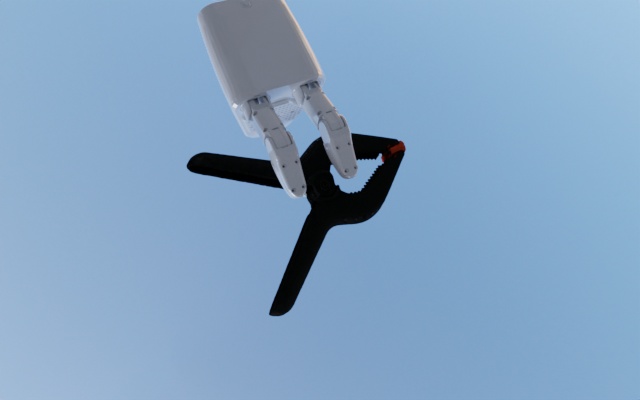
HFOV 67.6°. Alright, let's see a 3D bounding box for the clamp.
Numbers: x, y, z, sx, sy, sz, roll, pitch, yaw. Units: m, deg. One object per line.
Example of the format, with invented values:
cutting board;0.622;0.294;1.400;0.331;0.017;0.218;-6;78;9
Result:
clamp;0.000;0.001;0.461;0.210;0.164;0.036;-21;-8;-21
